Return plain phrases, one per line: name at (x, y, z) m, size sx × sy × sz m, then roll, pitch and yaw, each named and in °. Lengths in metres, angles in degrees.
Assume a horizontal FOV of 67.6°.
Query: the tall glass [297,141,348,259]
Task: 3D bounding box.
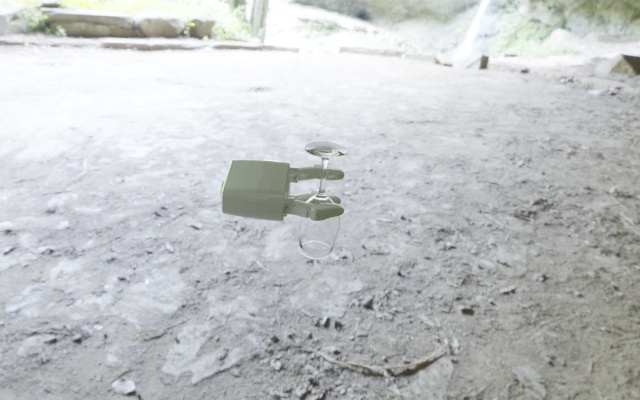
tall glass at (0.000, 0.002, 0.843) m, size 0.079 × 0.201 × 0.079 m, roll 4°, pitch 26°, yaw -2°
